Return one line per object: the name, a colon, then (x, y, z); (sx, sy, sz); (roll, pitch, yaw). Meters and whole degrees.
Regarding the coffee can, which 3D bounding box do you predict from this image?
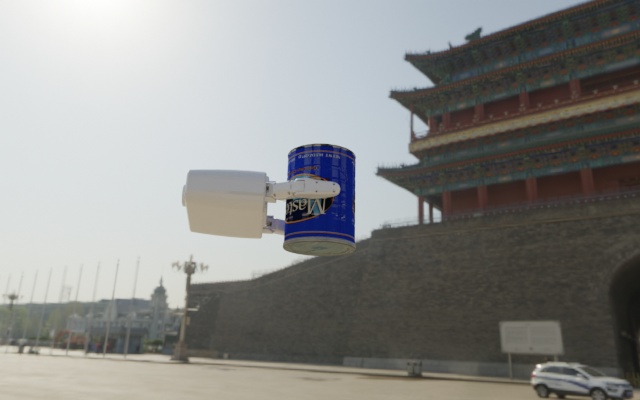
coffee can: (0.000, 0.002, 0.690); (0.103, 0.140, 0.103); (2, -17, 0)
